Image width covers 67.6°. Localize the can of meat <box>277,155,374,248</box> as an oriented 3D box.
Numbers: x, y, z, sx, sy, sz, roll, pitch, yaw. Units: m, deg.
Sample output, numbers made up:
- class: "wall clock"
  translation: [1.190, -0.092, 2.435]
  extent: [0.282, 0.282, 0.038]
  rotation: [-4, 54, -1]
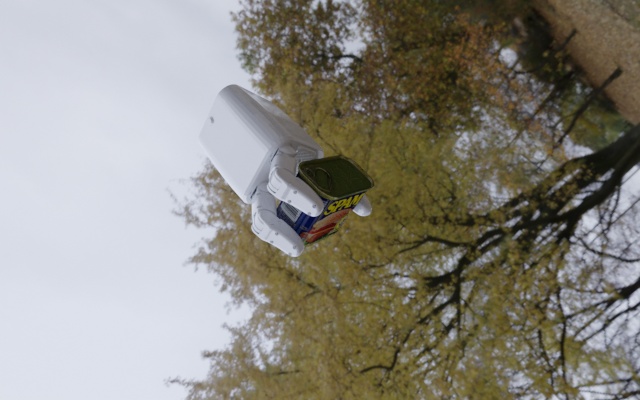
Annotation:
- class: "can of meat"
  translation: [0.000, 0.002, 0.538]
  extent: [0.057, 0.084, 0.102]
  rotation: [46, 33, 20]
